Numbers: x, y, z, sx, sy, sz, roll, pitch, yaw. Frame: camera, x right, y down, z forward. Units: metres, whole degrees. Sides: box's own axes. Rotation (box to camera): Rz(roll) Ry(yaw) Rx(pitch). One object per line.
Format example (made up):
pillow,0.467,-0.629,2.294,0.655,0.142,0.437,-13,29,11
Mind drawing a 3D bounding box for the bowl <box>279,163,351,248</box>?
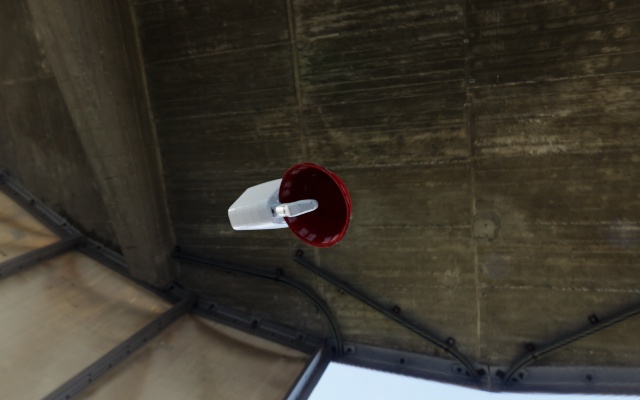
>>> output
bowl,0.001,0.003,0.889,0.162,0.162,0.055,0,16,38
